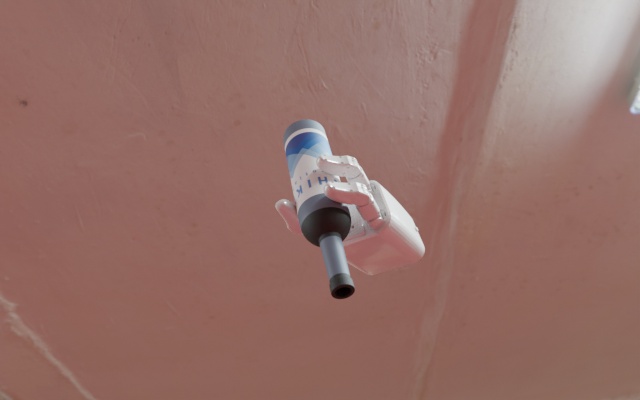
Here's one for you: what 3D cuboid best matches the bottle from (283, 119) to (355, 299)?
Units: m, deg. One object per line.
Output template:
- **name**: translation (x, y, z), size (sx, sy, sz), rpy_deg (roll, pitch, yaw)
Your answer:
- **bottle**: translation (0.000, 0.002, 0.636), size (0.069, 0.069, 0.295), rpy_deg (0, 43, -14)
